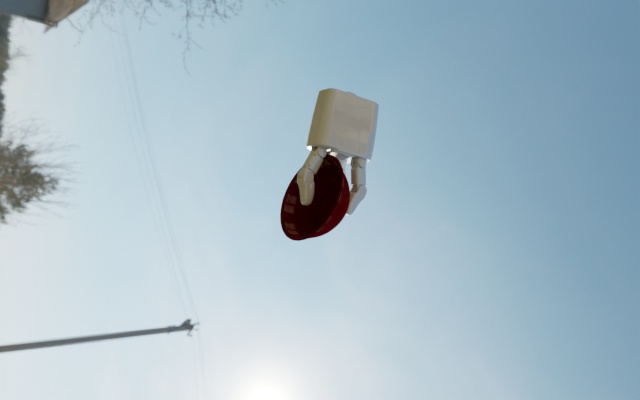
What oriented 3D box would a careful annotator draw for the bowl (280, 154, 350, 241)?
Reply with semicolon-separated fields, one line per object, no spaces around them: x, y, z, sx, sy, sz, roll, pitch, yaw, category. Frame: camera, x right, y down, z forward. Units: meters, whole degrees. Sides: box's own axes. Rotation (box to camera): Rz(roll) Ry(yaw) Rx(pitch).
0.000;0.004;0.836;0.055;0.162;0.162;28;-17;-35;bowl
